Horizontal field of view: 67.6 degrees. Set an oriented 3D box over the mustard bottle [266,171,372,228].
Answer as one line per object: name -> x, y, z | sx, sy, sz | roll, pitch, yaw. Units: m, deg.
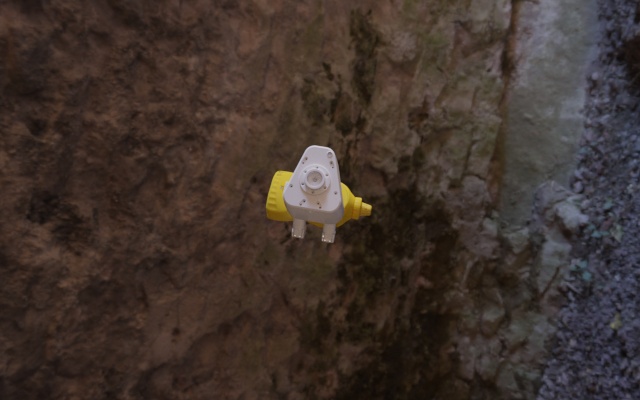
mustard bottle -> 0.000, 0.003, 0.899 | 0.191, 0.096, 0.058 | 9, -34, 4
